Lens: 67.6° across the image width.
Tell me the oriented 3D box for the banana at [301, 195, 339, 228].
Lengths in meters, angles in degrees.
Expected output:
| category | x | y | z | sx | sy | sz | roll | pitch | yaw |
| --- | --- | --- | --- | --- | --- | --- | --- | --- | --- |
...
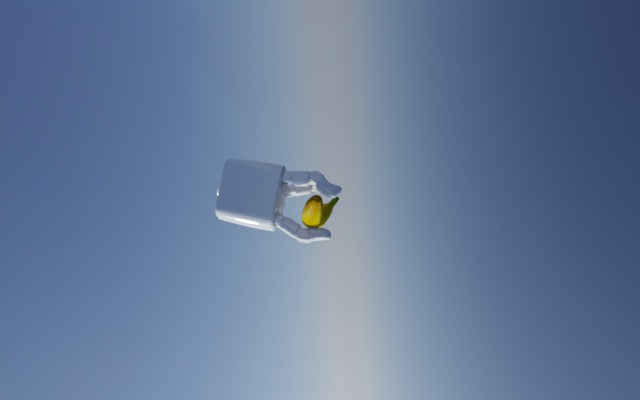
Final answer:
| category | x | y | z | sx | sy | sz | roll | pitch | yaw |
| --- | --- | --- | --- | --- | --- | --- | --- | --- | --- |
| banana | -0.007 | 0.020 | 0.851 | 0.037 | 0.069 | 0.198 | 24 | 5 | 8 |
